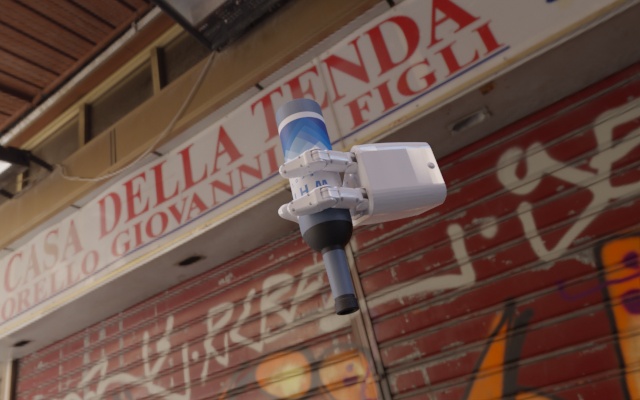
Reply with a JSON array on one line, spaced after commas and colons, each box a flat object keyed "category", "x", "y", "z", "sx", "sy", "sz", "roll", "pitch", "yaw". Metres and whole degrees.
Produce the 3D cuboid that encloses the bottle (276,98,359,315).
[{"category": "bottle", "x": 0.000, "y": 0.002, "z": 0.619, "sx": 0.069, "sy": 0.295, "sz": 0.069, "roll": -11, "pitch": -27, "yaw": -6}]
